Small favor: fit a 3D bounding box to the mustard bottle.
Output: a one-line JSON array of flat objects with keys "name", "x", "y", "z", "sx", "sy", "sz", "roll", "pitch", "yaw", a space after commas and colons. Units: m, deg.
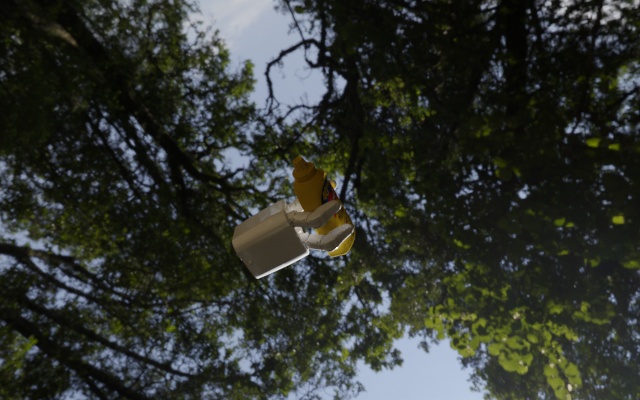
[{"name": "mustard bottle", "x": 0.001, "y": 0.003, "z": 0.843, "sx": 0.058, "sy": 0.192, "sz": 0.096, "roll": -14, "pitch": 35, "yaw": 23}]
